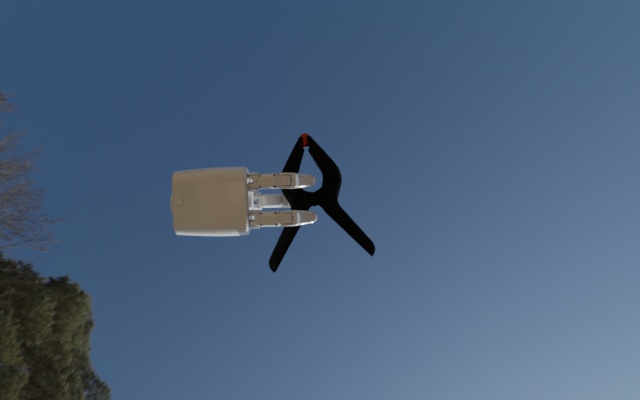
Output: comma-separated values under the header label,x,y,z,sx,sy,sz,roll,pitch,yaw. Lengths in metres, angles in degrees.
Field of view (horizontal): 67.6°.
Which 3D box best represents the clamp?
label,x,y,z,sx,sy,sz,roll,pitch,yaw
clamp,0.000,0.002,0.736,0.164,0.210,0.036,-2,-1,-6
